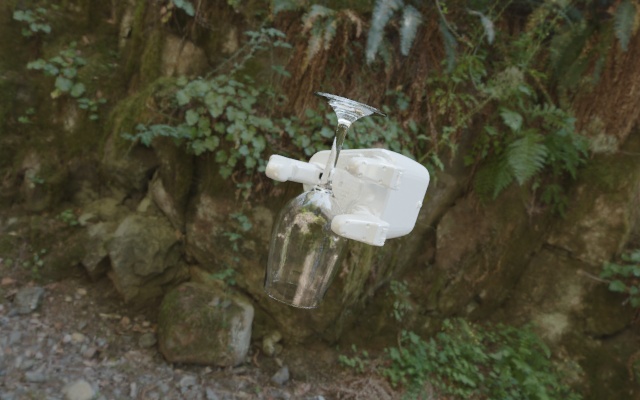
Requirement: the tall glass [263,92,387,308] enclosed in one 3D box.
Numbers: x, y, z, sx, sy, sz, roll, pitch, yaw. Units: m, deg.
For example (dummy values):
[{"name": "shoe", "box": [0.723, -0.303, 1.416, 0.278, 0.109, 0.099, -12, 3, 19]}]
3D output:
[{"name": "tall glass", "box": [0.000, 0.001, 0.472, 0.079, 0.201, 0.079, 17, 8, -2]}]
